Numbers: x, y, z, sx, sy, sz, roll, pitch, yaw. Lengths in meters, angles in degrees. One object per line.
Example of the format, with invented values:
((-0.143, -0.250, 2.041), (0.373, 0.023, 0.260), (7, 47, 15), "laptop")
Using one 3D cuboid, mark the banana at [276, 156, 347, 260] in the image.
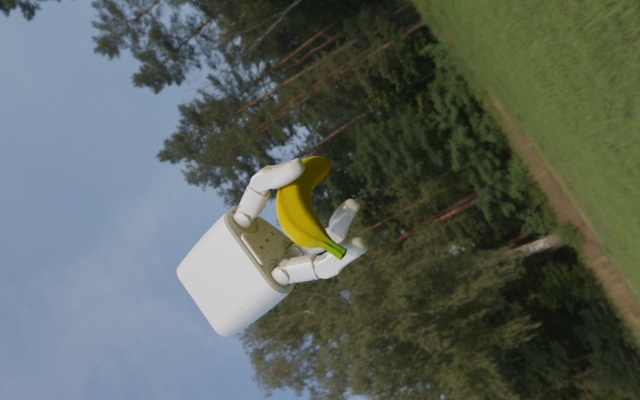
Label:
((-0.016, -0.004, 0.529), (0.069, 0.037, 0.197), (26, 28, -19), "banana")
